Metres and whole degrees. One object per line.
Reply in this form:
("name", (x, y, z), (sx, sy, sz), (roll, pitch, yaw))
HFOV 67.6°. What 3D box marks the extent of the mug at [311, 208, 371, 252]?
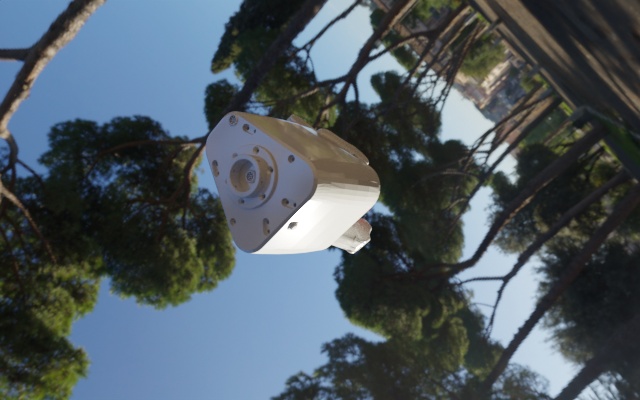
("mug", (0.001, 0.002, 0.526), (0.081, 0.093, 0.117), (-43, -23, 21))
